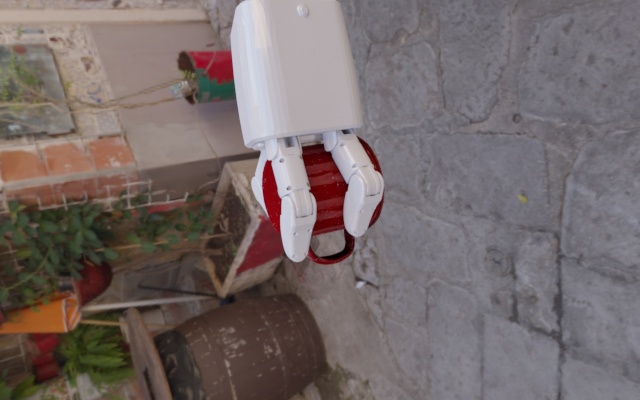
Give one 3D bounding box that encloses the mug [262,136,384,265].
[{"bbox_3d":[0.000,0.003,0.440,0.081,0.117,0.093,-12,5,-30],"label":"mug"}]
